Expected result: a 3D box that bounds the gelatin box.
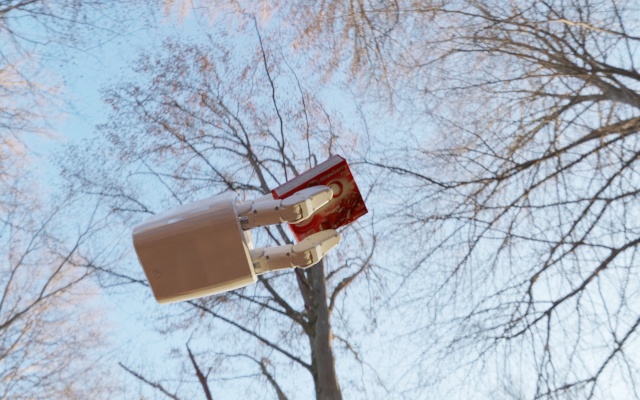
[{"bbox_3d":[0.000,0.001,0.534,0.089,0.073,0.030,-29,27,-7],"label":"gelatin box"}]
